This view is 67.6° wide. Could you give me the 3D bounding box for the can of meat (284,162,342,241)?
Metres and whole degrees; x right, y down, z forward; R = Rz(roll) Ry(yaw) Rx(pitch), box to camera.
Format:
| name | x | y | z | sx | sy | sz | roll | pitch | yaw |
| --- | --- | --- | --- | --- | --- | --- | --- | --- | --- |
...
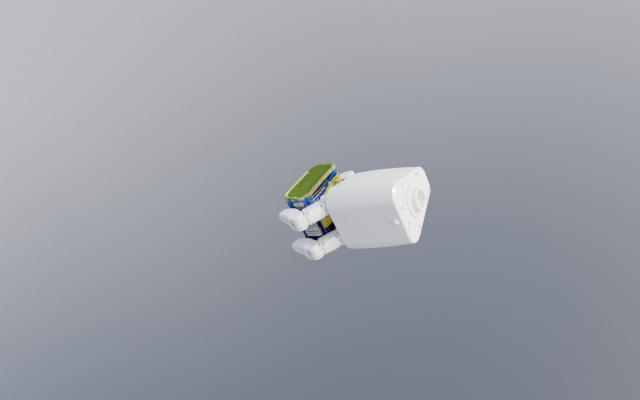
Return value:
| name | x | y | z | sx | sy | sz | roll | pitch | yaw |
| --- | --- | --- | --- | --- | --- | --- | --- | --- | --- |
| can of meat | 0.000 | 0.002 | 0.730 | 0.057 | 0.084 | 0.102 | -4 | 34 | 40 |
